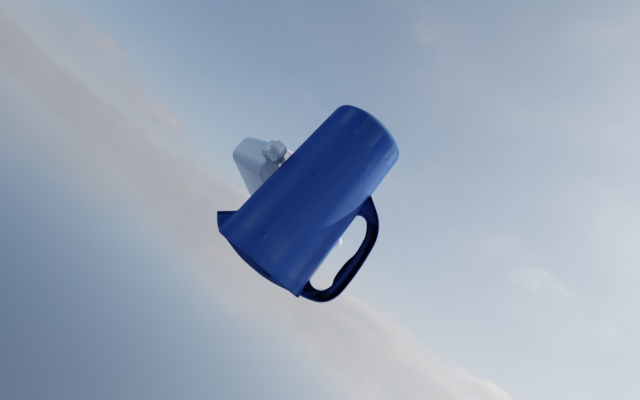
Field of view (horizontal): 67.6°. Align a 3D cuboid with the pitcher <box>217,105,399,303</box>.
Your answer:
[{"bbox_3d":[0.000,0.002,0.623,0.149,0.243,0.145,48,-13,-35],"label":"pitcher"}]
